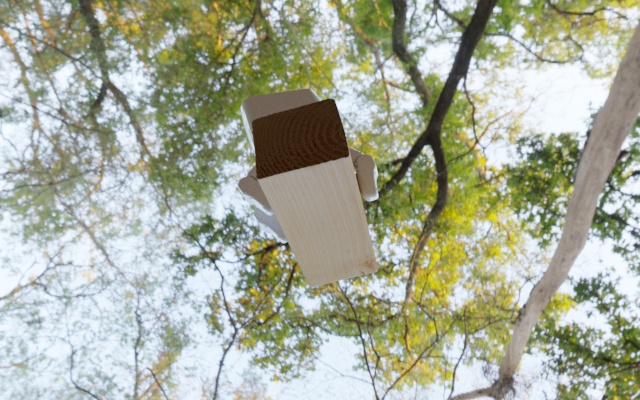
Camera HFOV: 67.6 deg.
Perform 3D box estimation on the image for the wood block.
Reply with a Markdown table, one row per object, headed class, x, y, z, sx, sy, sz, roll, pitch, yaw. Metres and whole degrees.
| class | x | y | z | sx | sy | sz | roll | pitch | yaw |
| --- | --- | --- | --- | --- | --- | --- | --- | --- | --- |
| wood block | 0.000 | 0.001 | 0.538 | 0.091 | 0.090 | 0.206 | -15 | -41 | 4 |
